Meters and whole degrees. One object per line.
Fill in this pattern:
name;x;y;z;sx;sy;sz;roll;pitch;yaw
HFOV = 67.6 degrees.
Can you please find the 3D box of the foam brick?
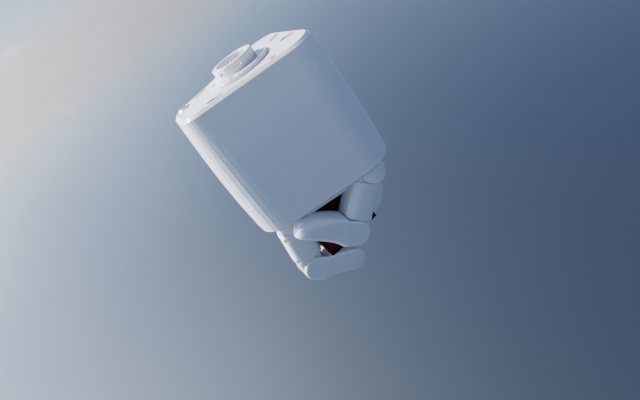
foam brick;0.000;0.001;0.416;0.053;0.051;0.078;-42;29;-10
